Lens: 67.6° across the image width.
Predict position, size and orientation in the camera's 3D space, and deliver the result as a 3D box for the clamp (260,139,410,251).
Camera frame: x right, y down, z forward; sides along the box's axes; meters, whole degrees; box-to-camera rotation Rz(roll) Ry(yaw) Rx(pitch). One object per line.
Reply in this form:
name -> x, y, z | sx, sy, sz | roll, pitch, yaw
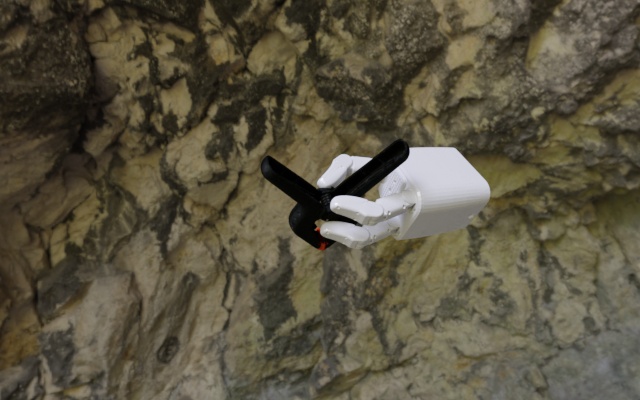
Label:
clamp -> 0.000, 0.002, 0.581 | 0.164, 0.036, 0.210 | -4, -33, -17
